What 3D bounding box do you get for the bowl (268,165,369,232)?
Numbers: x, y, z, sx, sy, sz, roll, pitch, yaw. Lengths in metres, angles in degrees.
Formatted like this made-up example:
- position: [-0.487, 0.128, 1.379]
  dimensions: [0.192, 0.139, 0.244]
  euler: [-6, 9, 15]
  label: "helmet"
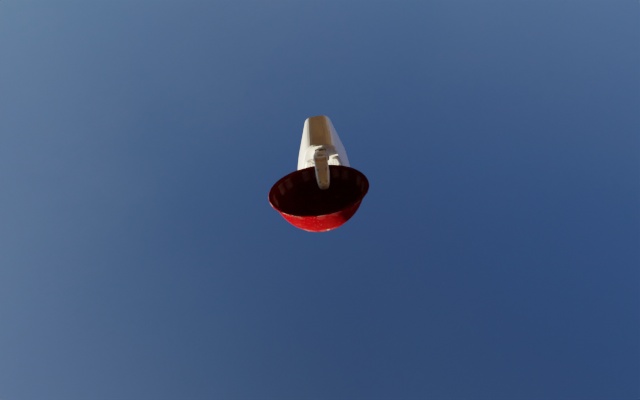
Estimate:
- position: [0.000, 0.004, 0.772]
  dimensions: [0.162, 0.055, 0.162]
  euler: [-6, 31, 4]
  label: "bowl"
